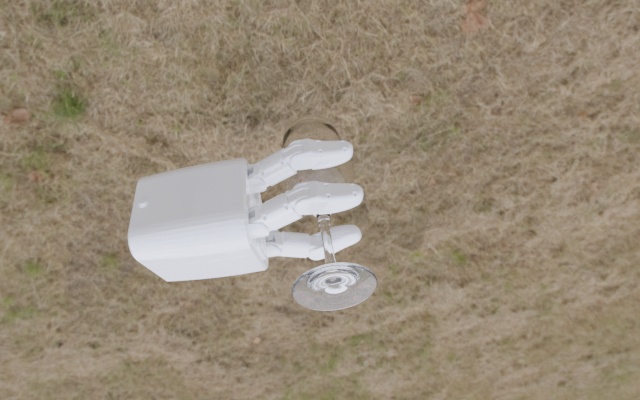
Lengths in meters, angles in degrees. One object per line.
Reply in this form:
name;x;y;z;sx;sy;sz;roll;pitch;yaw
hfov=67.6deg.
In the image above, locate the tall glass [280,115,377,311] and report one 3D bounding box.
tall glass;0.000;0.002;0.472;0.079;0.200;0.079;-5;-41;-4
